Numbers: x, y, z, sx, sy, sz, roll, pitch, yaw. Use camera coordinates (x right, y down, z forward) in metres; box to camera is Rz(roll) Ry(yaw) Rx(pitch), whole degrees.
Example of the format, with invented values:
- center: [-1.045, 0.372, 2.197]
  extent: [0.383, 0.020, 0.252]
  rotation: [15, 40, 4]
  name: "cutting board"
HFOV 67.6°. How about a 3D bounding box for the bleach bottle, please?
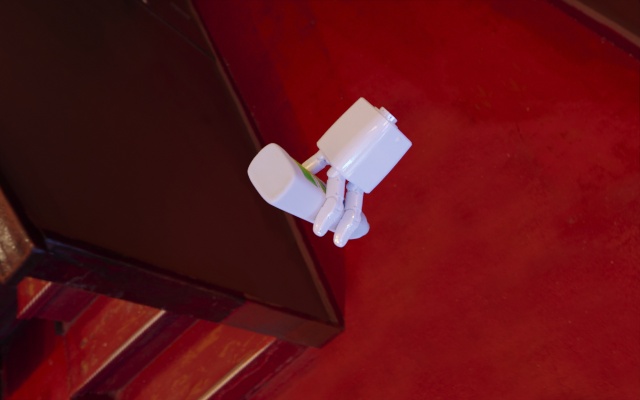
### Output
- center: [0.000, 0.003, 0.775]
  extent: [0.251, 0.068, 0.102]
  rotation: [30, 17, -49]
  name: "bleach bottle"
